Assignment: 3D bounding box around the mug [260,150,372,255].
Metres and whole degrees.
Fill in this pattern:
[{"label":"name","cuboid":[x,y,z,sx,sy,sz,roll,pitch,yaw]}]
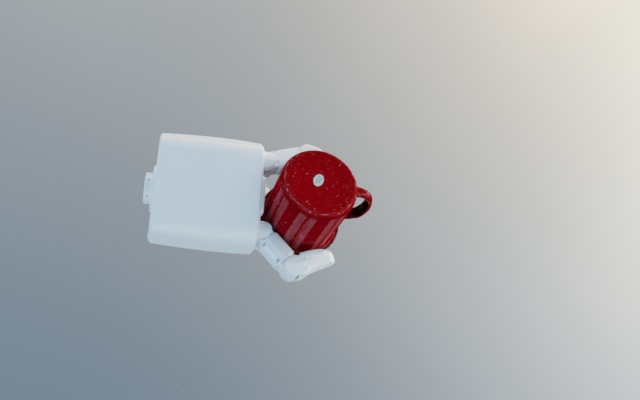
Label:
[{"label":"mug","cuboid":[0.002,0.002,0.511,0.117,0.093,0.081,6,-31,-17]}]
